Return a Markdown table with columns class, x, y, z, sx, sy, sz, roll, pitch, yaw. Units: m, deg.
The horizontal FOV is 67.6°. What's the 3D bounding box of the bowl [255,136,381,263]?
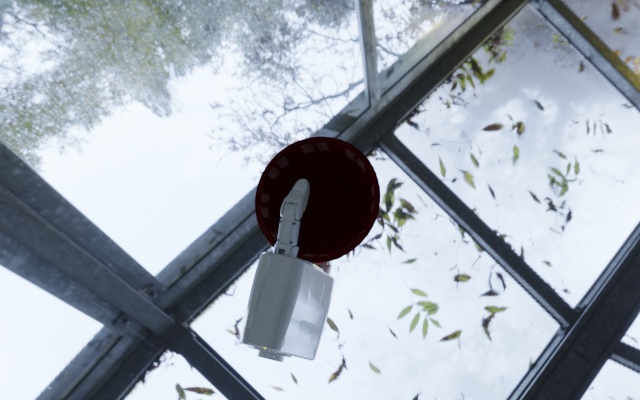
| class | x | y | z | sx | sy | sz | roll | pitch | yaw |
| --- | --- | --- | --- | --- | --- | --- | --- | --- | --- |
| bowl | 0.001 | 0.001 | 0.617 | 0.162 | 0.162 | 0.055 | 0 | -11 | 15 |
